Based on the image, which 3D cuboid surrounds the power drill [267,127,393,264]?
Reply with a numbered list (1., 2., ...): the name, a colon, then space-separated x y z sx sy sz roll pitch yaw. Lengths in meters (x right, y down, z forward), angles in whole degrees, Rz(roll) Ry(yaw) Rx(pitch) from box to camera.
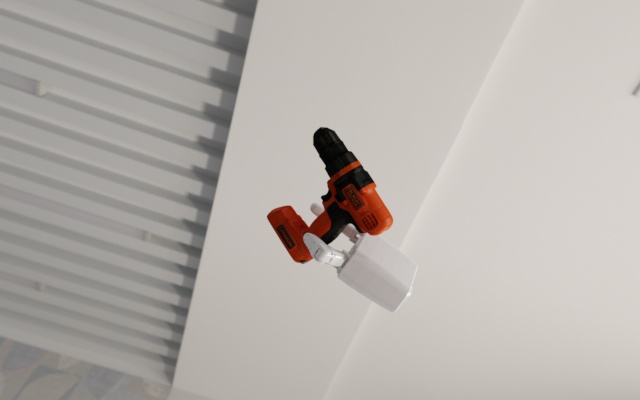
1. power drill: 0.000 0.003 0.755 0.188 0.184 0.057 -36 -8 35
